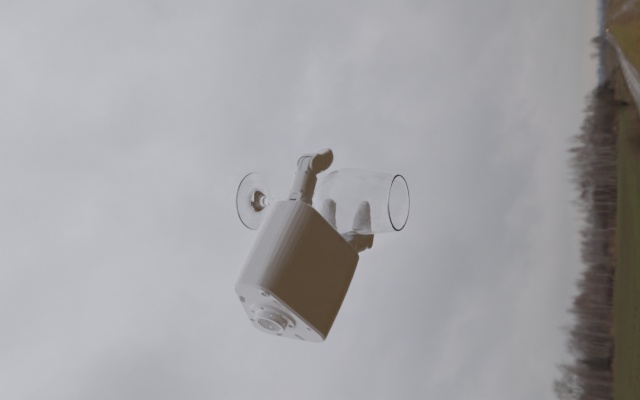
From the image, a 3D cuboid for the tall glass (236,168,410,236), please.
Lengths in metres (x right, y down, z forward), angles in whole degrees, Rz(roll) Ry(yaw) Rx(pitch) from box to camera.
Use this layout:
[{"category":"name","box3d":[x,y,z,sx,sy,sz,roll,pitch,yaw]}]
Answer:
[{"category":"tall glass","box3d":[0.000,0.002,0.567,0.201,0.079,0.079,0,0,31]}]
